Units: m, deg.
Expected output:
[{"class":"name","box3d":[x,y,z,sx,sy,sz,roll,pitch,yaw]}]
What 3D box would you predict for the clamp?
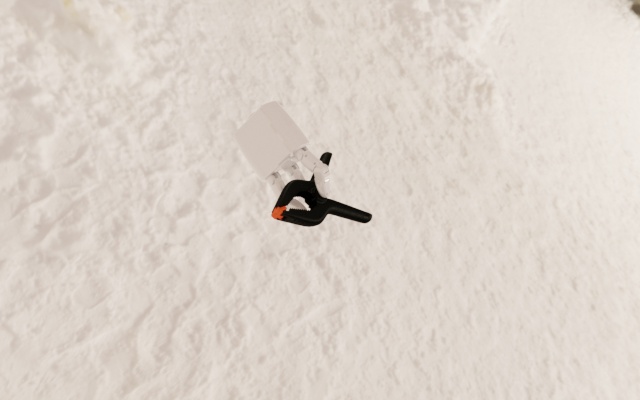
[{"class":"clamp","box3d":[0.000,0.002,0.882,0.210,0.164,0.036,-30,-10,-46]}]
